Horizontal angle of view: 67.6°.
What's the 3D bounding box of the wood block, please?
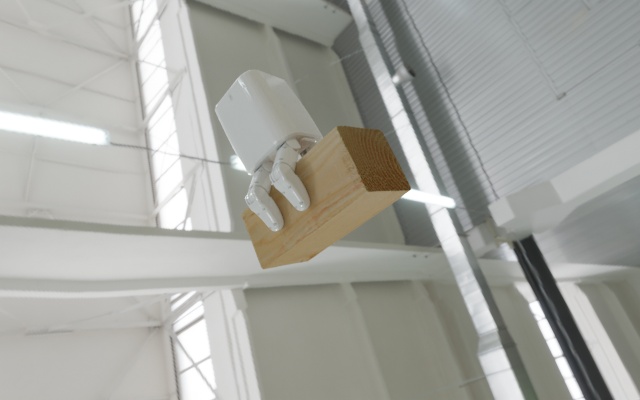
[{"bbox_3d":[0.000,0.002,0.616,0.091,0.090,0.206,-4,-26,-47],"label":"wood block"}]
